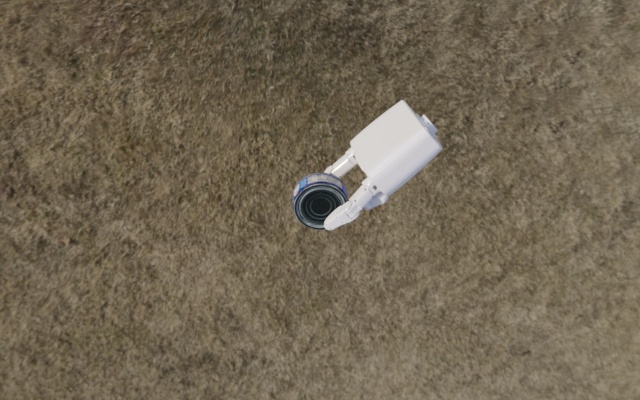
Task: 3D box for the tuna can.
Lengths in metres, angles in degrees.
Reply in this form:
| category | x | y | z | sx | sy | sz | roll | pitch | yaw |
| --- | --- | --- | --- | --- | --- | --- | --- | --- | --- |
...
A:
| category | x | y | z | sx | sy | sz | roll | pitch | yaw |
| --- | --- | --- | --- | --- | --- | --- | --- | --- | --- |
| tuna can | 0.000 | 0.003 | 0.729 | 0.086 | 0.086 | 0.033 | 0 | 31 | -3 |
